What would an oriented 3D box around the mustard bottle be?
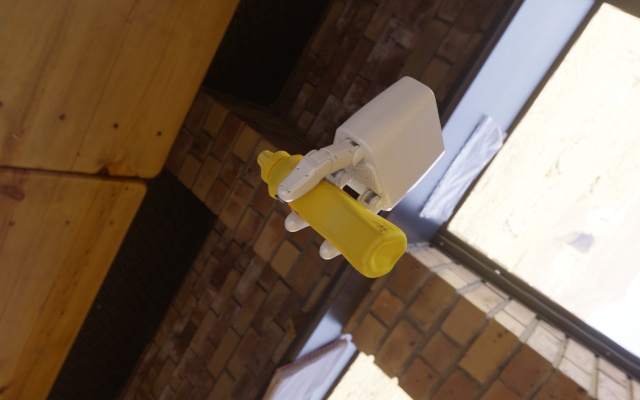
[{"bbox_3d":[0.000,0.002,0.511,0.191,0.058,0.096,39,6,27],"label":"mustard bottle"}]
